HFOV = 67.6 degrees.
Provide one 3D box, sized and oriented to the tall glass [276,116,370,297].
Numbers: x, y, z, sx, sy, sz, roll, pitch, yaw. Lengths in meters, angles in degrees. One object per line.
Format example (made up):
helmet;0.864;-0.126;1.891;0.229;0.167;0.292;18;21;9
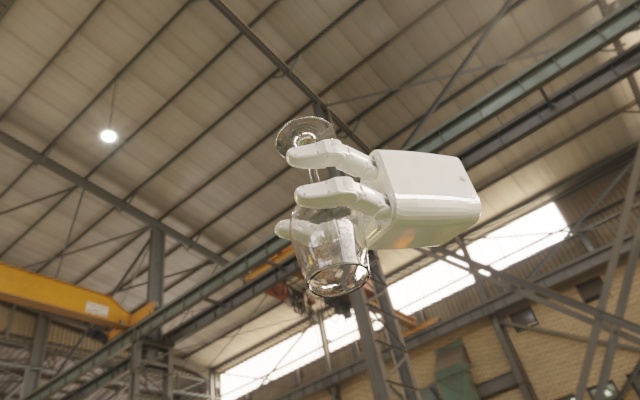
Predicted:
tall glass;0.000;0.001;0.519;0.079;0.200;0.079;-8;-39;-6
